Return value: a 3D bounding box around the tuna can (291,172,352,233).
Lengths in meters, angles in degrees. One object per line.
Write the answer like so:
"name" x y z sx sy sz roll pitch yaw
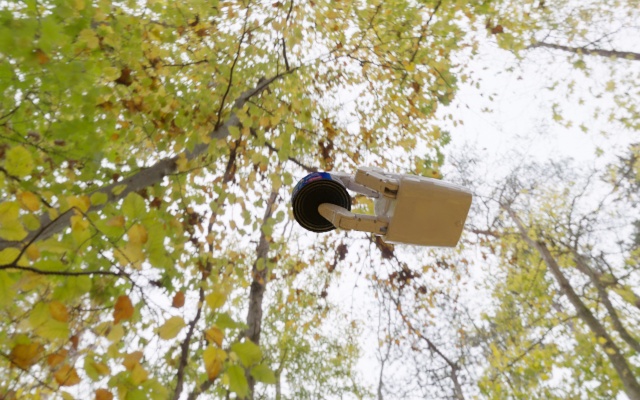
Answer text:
"tuna can" 0.000 0.002 0.691 0.086 0.086 0.033 0 25 -9
